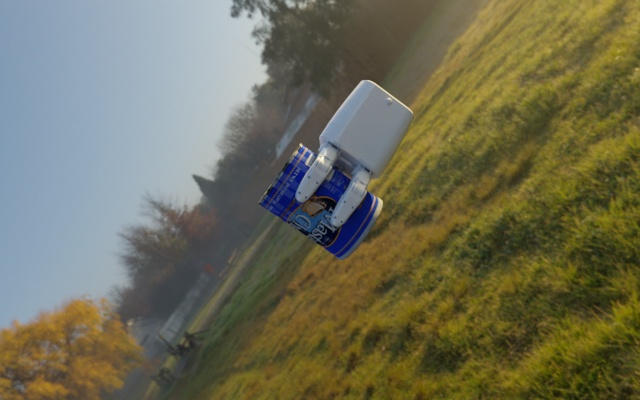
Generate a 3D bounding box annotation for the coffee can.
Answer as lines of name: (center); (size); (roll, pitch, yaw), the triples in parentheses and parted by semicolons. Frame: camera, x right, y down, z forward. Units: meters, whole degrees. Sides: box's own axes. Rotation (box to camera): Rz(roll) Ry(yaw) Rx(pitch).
coffee can: (0.000, 0.002, 0.664); (0.140, 0.103, 0.103); (35, -5, -7)
